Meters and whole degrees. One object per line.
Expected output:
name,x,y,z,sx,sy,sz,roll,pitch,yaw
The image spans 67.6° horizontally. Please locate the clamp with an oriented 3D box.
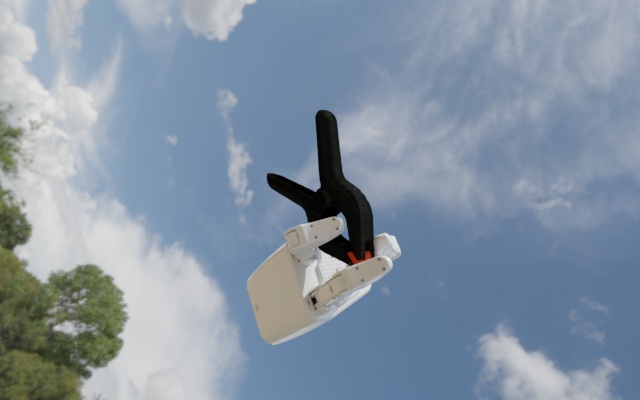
clamp,0.001,0.002,0.520,0.039,0.171,0.120,-2,-28,-41
